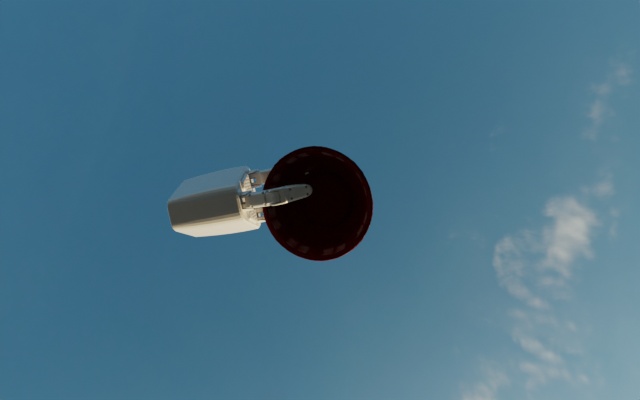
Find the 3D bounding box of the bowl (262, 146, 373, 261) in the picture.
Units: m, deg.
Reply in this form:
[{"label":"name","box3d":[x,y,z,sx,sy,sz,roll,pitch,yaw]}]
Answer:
[{"label":"bowl","box3d":[0.002,0.002,0.687,0.162,0.162,0.055,0,8,17]}]
